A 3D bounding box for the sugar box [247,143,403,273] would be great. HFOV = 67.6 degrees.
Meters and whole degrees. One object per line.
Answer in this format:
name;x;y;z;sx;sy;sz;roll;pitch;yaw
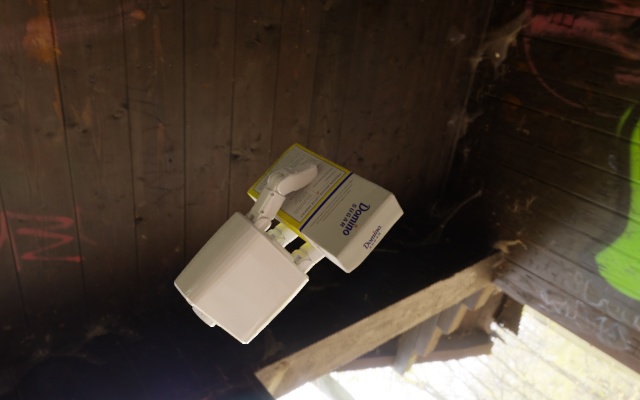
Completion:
sugar box;0.000;0.002;0.557;0.176;0.093;0.048;34;-13;41
